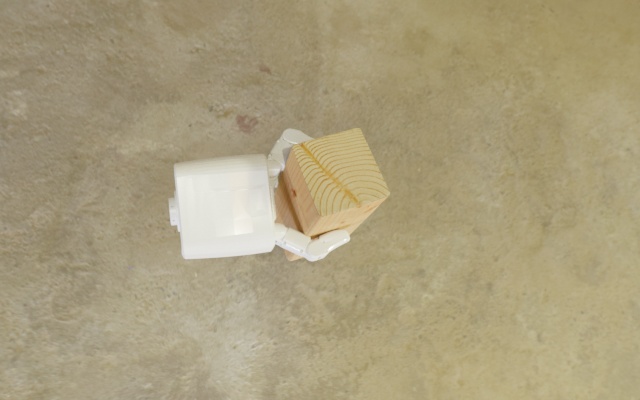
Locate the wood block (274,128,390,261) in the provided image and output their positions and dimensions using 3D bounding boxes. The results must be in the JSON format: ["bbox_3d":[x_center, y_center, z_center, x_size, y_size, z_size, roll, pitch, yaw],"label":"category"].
[{"bbox_3d":[0.000,0.002,0.622,0.090,0.090,0.206,-17,-15,-19],"label":"wood block"}]
